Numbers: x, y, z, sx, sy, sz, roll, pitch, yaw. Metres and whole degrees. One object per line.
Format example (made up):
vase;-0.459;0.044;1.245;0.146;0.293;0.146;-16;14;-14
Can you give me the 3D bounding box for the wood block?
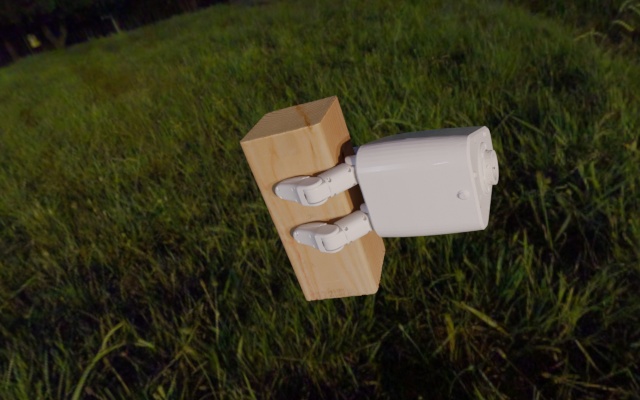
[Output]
wood block;0.000;0.001;0.540;0.090;0.206;0.090;-10;26;20
